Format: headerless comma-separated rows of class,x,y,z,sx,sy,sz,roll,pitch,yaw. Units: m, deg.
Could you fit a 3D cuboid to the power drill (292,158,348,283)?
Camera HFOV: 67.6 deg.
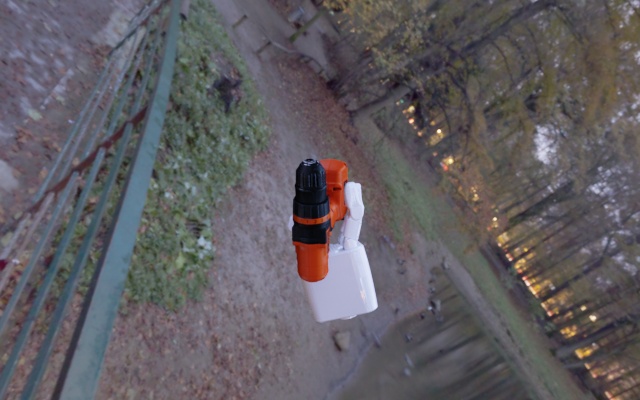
power drill,0.000,0.002,0.722,0.057,0.184,0.187,6,26,11
